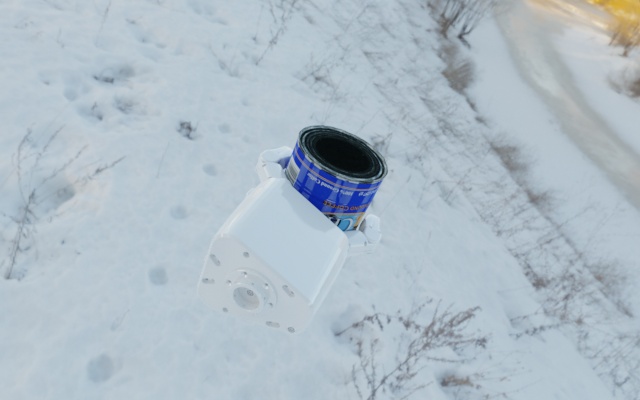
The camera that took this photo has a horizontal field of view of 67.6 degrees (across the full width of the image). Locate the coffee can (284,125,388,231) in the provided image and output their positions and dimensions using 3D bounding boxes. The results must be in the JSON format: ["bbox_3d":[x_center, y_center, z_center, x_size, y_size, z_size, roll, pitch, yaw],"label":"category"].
[{"bbox_3d":[0.000,0.002,0.539,0.103,0.140,0.102,17,34,-12],"label":"coffee can"}]
